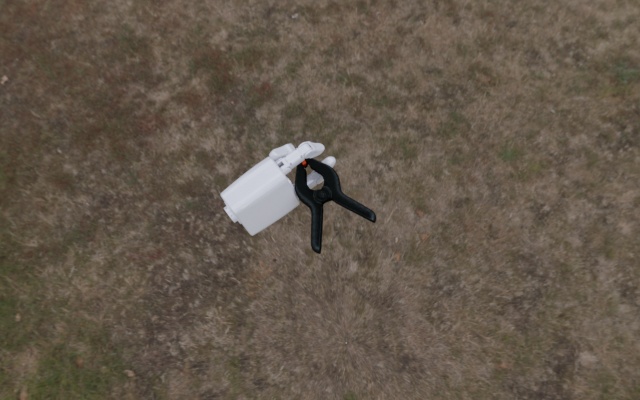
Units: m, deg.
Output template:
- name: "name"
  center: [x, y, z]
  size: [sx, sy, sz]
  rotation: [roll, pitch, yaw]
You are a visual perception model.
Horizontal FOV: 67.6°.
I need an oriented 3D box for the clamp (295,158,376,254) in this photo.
- name: "clamp"
  center: [0.000, 0.002, 0.819]
  size: [0.120, 0.171, 0.039]
  rotation: [-37, -15, -8]
